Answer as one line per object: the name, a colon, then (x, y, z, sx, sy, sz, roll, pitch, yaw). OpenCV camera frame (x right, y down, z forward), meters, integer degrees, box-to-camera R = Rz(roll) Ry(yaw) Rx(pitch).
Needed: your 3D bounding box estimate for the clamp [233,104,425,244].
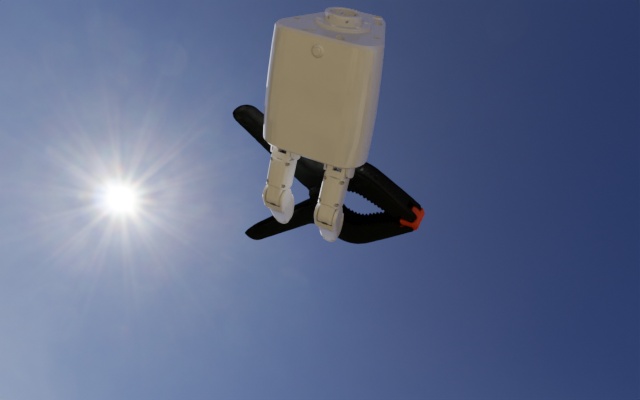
clamp: (0.001, 0.001, 0.500, 0.210, 0.165, 0.036, 20, 39, 16)
